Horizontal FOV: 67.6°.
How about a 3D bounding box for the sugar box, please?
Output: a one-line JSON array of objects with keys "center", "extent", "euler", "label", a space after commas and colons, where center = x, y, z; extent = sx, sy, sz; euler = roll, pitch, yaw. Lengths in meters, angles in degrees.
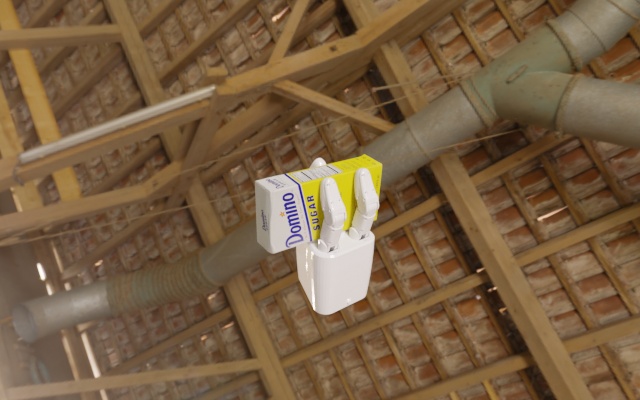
[{"center": [0.001, 0.002, 0.641], "extent": [0.176, 0.093, 0.048], "euler": [-18, 34, -32], "label": "sugar box"}]
